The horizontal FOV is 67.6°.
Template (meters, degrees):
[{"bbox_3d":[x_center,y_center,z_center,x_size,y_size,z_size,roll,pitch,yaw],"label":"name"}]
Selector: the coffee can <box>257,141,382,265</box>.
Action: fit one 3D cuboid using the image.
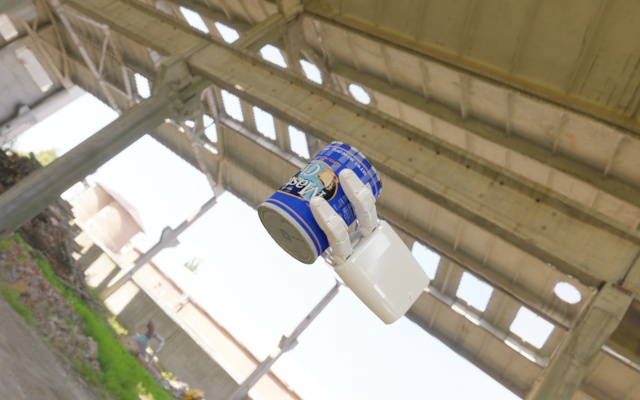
[{"bbox_3d":[0.000,0.002,0.643,0.140,0.103,0.103,-44,21,-24],"label":"coffee can"}]
